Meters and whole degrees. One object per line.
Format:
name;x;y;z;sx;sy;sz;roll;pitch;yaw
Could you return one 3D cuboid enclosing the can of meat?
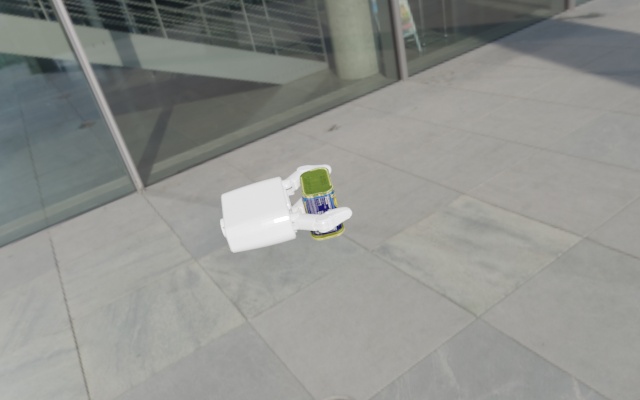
can of meat;0.000;0.002;0.797;0.057;0.084;0.102;-14;28;0
